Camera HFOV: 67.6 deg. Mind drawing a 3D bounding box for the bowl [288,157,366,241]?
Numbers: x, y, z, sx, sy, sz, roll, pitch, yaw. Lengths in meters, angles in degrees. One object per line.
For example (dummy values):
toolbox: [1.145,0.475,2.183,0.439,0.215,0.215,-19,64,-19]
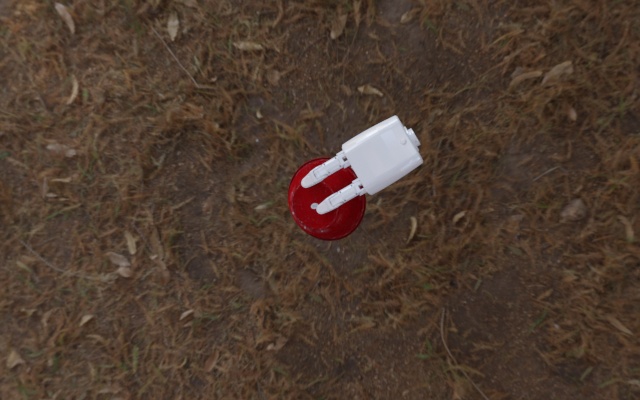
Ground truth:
bowl: [-0.001,0.004,0.886,0.162,0.162,0.055,0,10,24]
